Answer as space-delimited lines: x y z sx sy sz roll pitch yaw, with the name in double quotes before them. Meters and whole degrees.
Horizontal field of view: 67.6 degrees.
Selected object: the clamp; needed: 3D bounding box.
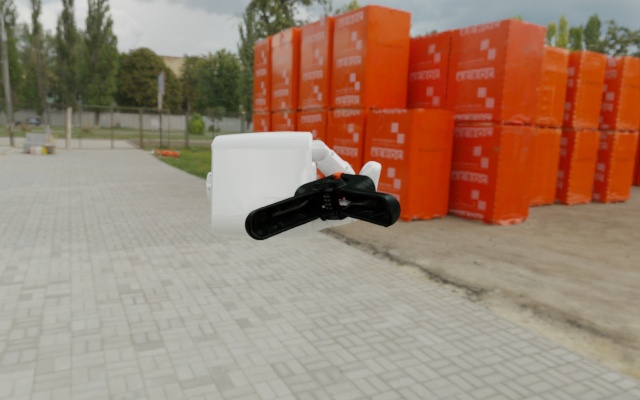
"clamp" 0.000 0.001 0.431 0.120 0.039 0.171 -3 8 0
